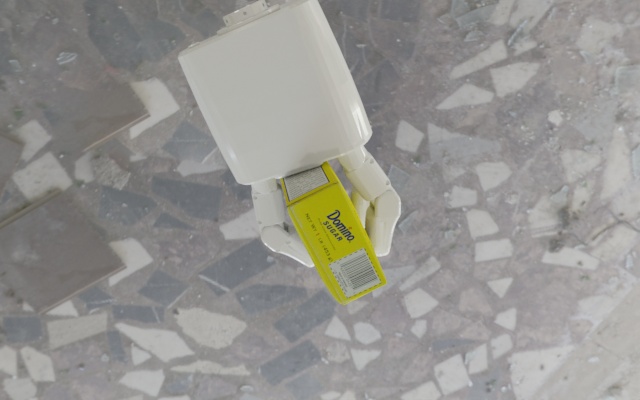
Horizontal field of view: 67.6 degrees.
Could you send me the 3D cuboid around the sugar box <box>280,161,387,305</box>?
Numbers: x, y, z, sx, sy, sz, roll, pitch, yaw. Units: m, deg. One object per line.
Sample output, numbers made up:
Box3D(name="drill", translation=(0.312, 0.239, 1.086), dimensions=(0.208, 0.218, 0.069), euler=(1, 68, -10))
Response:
Box3D(name="sugar box", translation=(0.001, 0.001, 0.410), dimensions=(0.048, 0.093, 0.176), euler=(-25, 24, 3))
